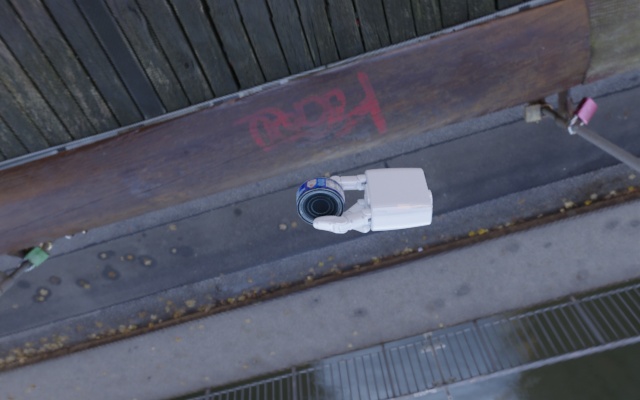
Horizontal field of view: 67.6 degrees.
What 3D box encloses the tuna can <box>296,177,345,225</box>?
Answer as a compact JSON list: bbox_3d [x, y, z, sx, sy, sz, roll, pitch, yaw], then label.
[{"bbox_3d":[0.000,0.003,0.833,0.086,0.086,0.033,0,37,0],"label":"tuna can"}]
